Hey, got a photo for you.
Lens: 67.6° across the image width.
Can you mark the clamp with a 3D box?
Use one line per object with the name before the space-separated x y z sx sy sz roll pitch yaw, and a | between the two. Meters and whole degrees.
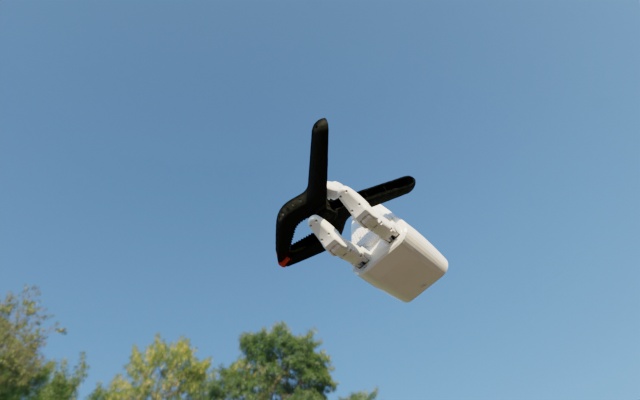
clamp | 0.000 0.002 0.625 0.165 0.210 0.036 37 18 -28
